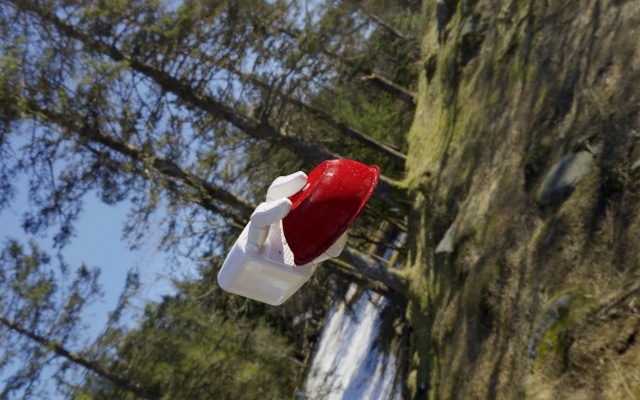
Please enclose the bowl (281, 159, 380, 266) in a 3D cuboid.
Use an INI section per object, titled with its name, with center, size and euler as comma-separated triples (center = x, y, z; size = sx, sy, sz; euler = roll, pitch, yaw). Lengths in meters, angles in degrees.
[bowl]
center = 0.001, 0.001, 0.599
size = 0.055, 0.162, 0.162
euler = 40, -10, -12
